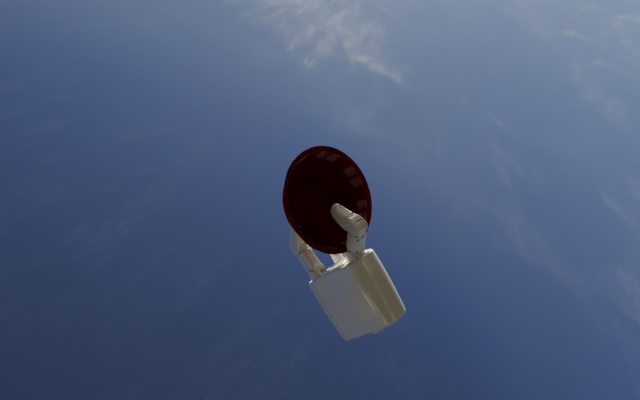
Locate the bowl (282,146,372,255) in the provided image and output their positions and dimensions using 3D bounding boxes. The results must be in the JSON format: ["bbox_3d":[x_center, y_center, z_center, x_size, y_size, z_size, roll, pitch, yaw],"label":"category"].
[{"bbox_3d":[0.000,0.001,0.718,0.162,0.162,0.055,0,-10,-37],"label":"bowl"}]
